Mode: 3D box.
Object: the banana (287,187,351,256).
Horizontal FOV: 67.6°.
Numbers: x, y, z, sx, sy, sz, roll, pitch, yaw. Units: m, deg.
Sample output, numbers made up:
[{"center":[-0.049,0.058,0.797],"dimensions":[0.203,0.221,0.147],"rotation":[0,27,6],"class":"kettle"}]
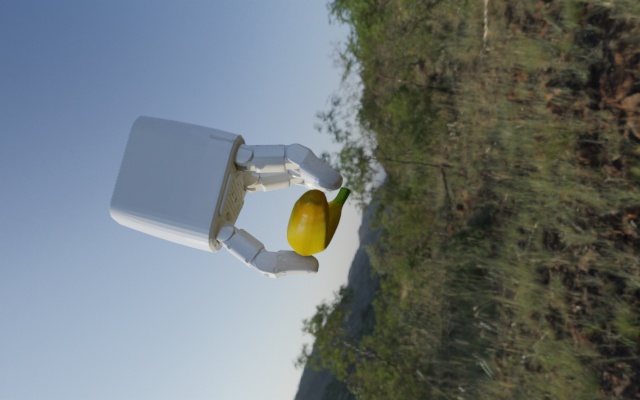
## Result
[{"center":[-0.005,0.019,0.441],"dimensions":[0.037,0.069,0.198],"rotation":[18,5,6],"class":"banana"}]
